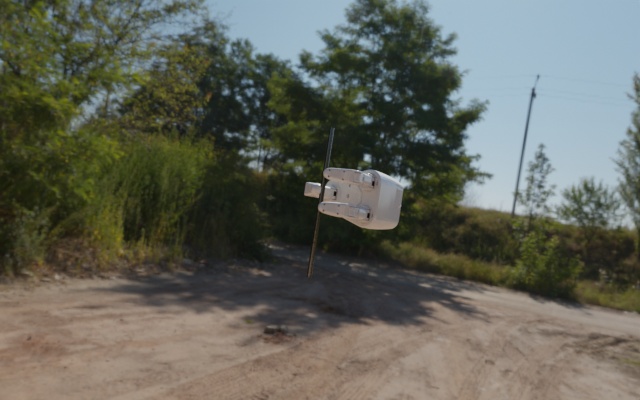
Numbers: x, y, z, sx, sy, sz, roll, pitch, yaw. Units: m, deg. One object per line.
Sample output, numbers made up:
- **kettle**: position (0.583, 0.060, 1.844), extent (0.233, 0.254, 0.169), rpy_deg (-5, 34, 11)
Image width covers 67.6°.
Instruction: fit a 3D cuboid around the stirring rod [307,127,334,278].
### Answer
- **stirring rod**: position (0.000, 0.003, 0.759), extent (0.011, 0.239, 0.011), rpy_deg (9, -2, 0)
